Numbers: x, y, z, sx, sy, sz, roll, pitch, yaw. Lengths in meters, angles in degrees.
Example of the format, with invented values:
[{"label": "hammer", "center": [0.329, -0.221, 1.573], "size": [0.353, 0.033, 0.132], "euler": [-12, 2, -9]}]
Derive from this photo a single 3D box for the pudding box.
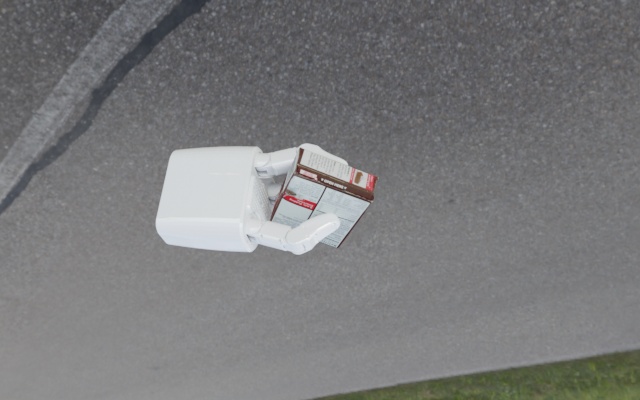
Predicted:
[{"label": "pudding box", "center": [0.000, 0.002, 0.527], "size": [0.090, 0.039, 0.113], "euler": [19, -34, -8]}]
